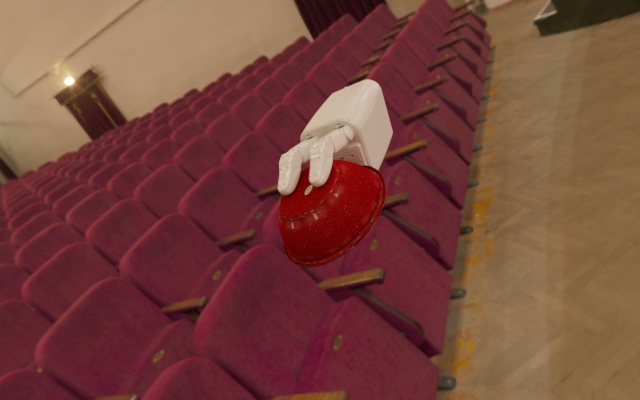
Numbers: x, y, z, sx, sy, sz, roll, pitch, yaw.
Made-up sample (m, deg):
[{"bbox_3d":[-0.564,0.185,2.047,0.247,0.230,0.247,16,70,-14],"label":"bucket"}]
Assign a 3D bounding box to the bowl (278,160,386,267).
[{"bbox_3d":[0.000,0.003,0.599,0.162,0.162,0.055,0,-37,49],"label":"bowl"}]
